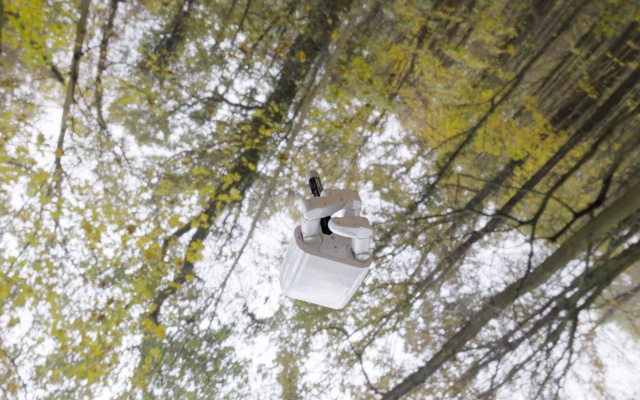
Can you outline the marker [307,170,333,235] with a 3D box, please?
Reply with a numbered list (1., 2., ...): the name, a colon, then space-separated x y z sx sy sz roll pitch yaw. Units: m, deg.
1. marker: 0.000 0.002 0.666 0.020 0.020 0.121 0 42 -15
